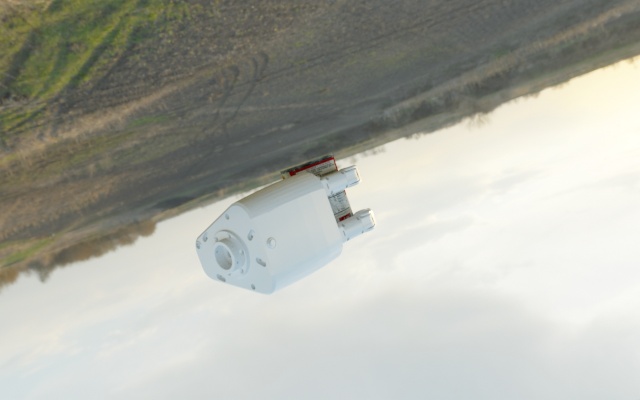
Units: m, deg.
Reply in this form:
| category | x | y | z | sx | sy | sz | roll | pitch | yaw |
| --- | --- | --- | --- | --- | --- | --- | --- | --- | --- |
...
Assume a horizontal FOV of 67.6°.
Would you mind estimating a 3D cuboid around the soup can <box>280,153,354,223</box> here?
| category | x | y | z | sx | sy | sz | roll | pitch | yaw |
| --- | --- | --- | --- | --- | --- | --- | --- | --- | --- |
| soup can | 0.000 | 0.002 | 0.578 | 0.068 | 0.102 | 0.068 | -19 | 5 | 2 |
